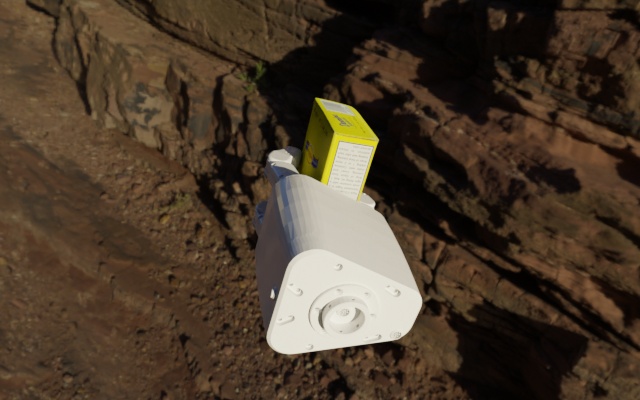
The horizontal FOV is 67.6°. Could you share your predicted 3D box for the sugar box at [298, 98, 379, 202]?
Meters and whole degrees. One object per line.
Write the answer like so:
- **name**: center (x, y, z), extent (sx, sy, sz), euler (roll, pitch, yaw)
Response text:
- **sugar box**: center (0.000, 0.001, 0.460), extent (0.048, 0.176, 0.093), euler (9, 27, -17)
